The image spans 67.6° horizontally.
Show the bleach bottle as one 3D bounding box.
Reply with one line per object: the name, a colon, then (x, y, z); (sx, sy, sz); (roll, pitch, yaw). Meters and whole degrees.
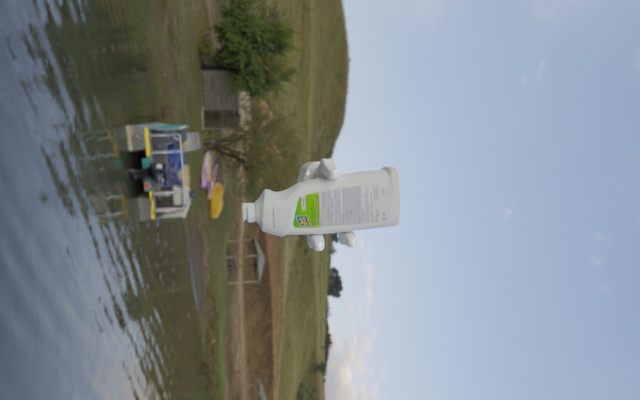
bleach bottle: (0.000, 0.003, 0.769); (0.251, 0.102, 0.068); (-4, 7, -10)
